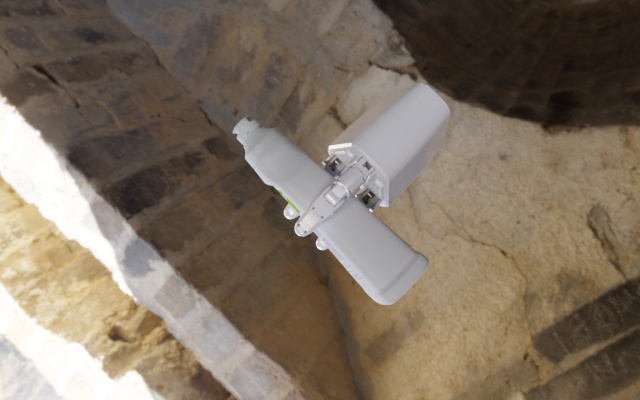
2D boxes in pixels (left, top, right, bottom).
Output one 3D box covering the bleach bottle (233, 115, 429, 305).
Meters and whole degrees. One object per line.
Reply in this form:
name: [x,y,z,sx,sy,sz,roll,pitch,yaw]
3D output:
bleach bottle: [0.000,0.002,0.524,0.068,0.251,0.102,-44,-2,-10]
